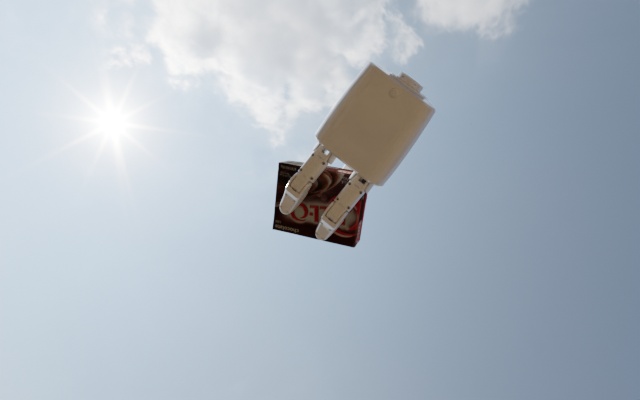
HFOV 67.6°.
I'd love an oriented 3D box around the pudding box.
[{"bbox_3d":[0.000,0.002,0.600,0.113,0.090,0.039,12,16,17],"label":"pudding box"}]
